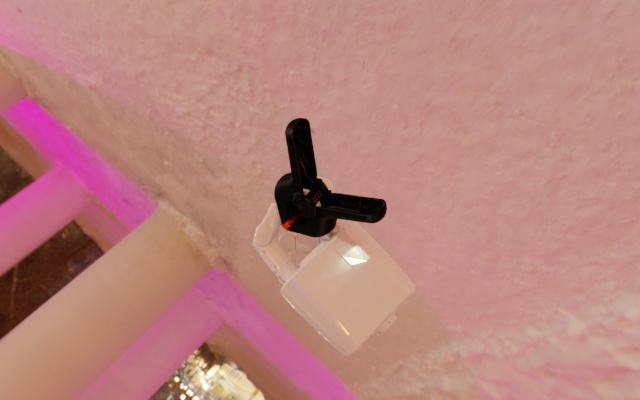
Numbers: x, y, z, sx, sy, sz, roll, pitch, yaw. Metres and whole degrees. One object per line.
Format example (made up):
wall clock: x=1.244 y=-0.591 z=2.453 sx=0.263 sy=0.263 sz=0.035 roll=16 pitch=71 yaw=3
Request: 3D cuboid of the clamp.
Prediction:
clamp: x=0.000 y=0.002 z=0.490 sx=0.039 sy=0.120 sz=0.171 roll=-37 pitch=-13 yaw=-24
